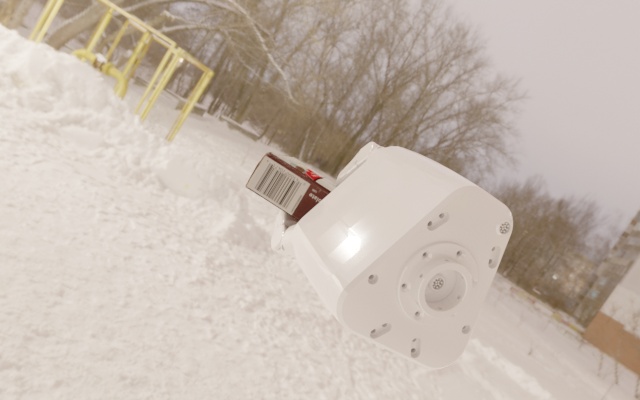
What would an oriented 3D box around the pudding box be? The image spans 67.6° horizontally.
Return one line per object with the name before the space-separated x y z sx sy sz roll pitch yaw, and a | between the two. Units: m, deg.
pudding box | 0.000 0.001 0.427 0.113 0.039 0.090 34 7 6
